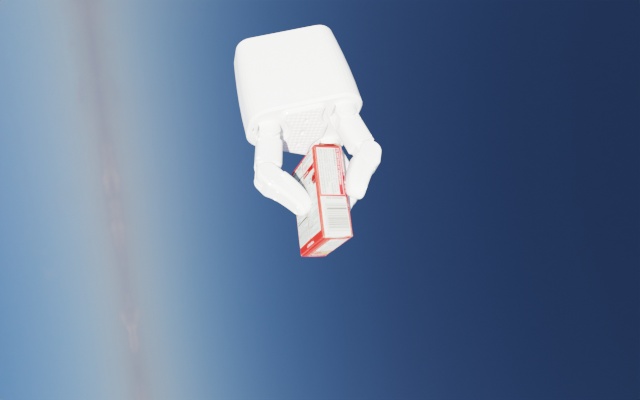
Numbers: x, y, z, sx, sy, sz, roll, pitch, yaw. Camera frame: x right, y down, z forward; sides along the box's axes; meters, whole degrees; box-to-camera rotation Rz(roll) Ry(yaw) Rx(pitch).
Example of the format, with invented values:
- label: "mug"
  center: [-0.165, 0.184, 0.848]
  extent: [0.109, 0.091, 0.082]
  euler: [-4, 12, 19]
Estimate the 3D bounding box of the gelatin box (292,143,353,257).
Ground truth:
- label: "gelatin box"
  center: [0.000, 0.002, 0.445]
  extent: [0.030, 0.089, 0.073]
  euler: [0, -19, -19]
